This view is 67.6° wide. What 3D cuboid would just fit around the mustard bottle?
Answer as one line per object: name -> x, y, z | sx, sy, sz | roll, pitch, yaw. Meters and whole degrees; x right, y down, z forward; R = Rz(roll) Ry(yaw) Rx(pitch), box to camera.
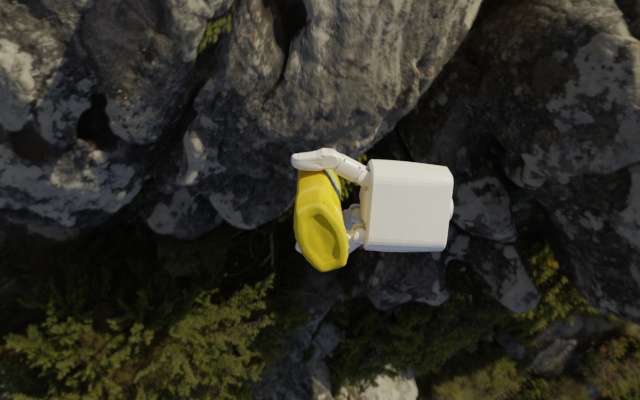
mustard bottle -> 0.000, 0.002, 0.631 | 0.058, 0.096, 0.191 | -19, 26, 9
